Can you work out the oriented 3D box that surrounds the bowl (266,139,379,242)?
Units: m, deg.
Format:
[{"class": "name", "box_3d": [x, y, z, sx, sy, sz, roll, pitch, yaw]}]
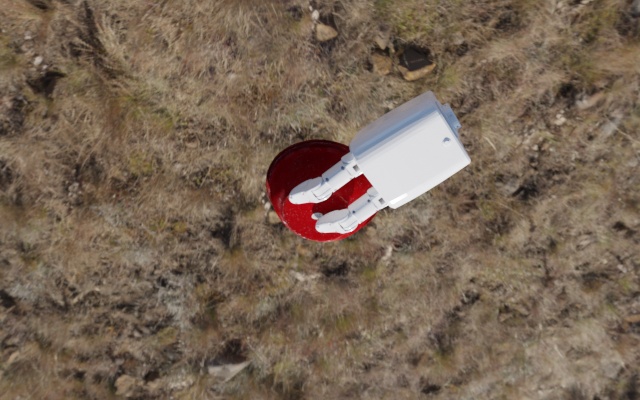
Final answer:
[{"class": "bowl", "box_3d": [-0.001, 0.003, 0.632, 0.162, 0.162, 0.055, 0, 38, 12]}]
